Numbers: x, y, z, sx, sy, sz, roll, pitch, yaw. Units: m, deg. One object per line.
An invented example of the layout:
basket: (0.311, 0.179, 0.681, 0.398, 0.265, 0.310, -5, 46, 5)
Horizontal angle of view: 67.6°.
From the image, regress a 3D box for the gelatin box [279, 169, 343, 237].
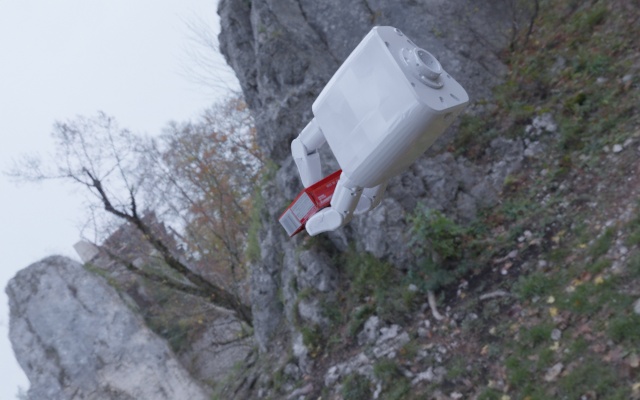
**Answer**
gelatin box: (0.000, 0.002, 0.559, 0.073, 0.030, 0.089, -29, -10, -35)
